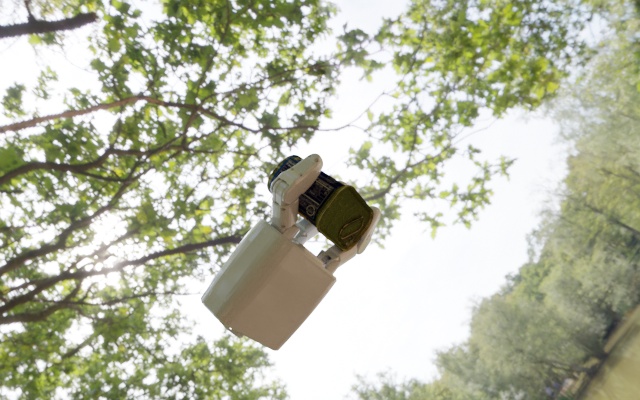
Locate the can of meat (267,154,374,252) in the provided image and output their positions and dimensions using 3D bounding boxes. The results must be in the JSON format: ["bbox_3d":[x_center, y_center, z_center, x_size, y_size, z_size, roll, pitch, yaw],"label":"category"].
[{"bbox_3d":[0.000,0.001,0.523,0.084,0.057,0.102,34,-5,31],"label":"can of meat"}]
